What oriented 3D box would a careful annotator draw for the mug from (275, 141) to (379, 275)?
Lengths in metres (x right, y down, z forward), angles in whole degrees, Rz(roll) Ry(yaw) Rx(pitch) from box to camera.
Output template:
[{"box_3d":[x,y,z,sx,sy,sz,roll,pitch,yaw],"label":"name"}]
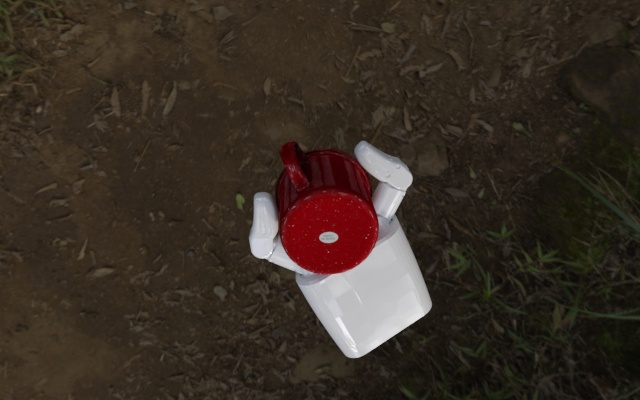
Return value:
[{"box_3d":[-0.001,0.000,0.412,0.093,0.117,0.081,-26,24,8],"label":"mug"}]
